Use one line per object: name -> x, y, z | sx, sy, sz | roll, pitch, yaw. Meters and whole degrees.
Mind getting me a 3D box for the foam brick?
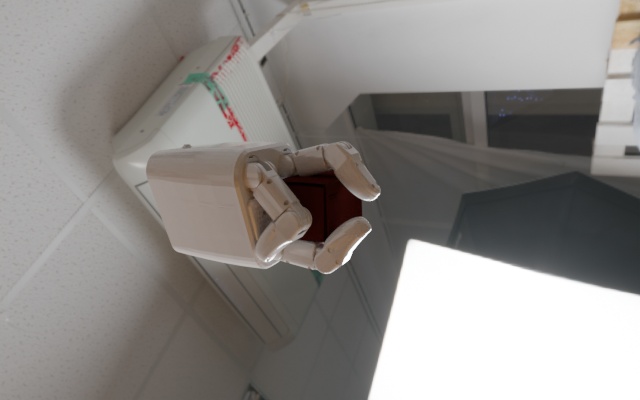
foam brick -> 0.000, 0.001, 0.440 | 0.051, 0.053, 0.078 | 4, 13, 27
